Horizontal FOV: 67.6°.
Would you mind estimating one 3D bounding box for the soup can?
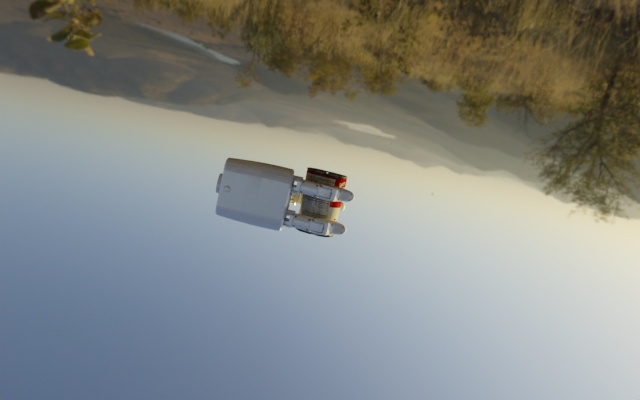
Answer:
[{"bbox_3d":[0.001,0.003,0.783,0.068,0.102,0.068,13,7,-2],"label":"soup can"}]
